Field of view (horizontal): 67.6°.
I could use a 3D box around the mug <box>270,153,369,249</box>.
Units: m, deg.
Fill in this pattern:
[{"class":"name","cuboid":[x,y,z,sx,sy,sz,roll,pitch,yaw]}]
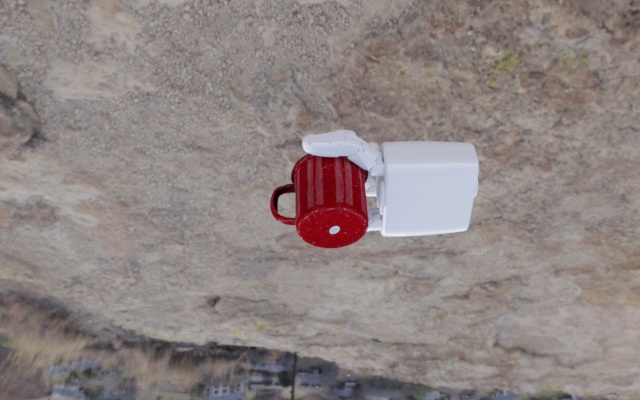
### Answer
[{"class":"mug","cuboid":[-0.001,0.002,0.549,0.117,0.081,0.093,-3,-39,1]}]
